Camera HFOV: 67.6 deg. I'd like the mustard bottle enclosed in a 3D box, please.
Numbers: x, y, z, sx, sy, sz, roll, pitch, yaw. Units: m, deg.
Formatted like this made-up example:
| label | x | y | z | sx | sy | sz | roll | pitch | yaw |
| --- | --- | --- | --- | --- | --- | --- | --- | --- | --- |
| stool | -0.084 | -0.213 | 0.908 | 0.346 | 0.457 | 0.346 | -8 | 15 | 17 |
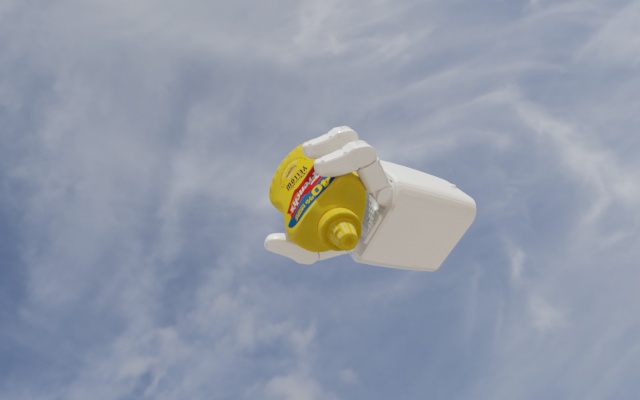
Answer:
| label | x | y | z | sx | sy | sz | roll | pitch | yaw |
| --- | --- | --- | --- | --- | --- | --- | --- | --- | --- |
| mustard bottle | 0.000 | 0.001 | 0.509 | 0.058 | 0.096 | 0.191 | 38 | 8 | -27 |
